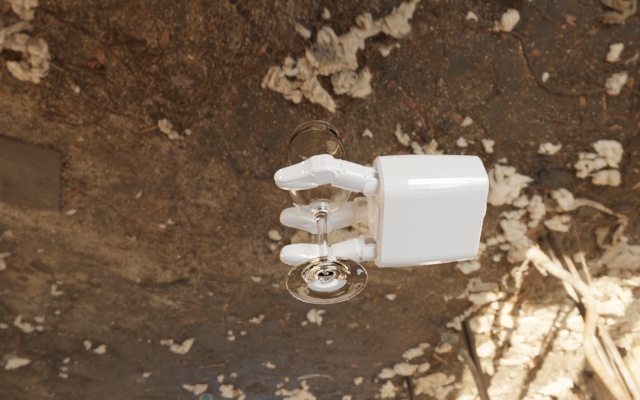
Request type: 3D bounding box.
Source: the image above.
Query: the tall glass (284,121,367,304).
[{"bbox_3d":[0.000,0.002,0.499,0.079,0.200,0.079,-3,-43,-2],"label":"tall glass"}]
